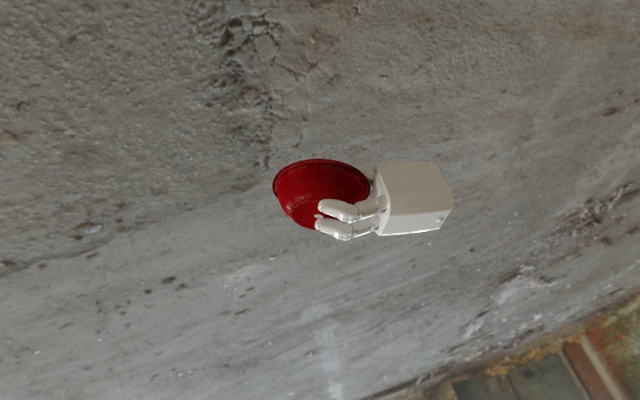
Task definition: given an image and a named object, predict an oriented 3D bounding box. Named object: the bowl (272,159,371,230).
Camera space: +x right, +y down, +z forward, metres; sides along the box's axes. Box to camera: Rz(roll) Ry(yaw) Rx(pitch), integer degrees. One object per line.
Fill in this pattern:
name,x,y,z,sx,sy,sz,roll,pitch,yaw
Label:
bowl,-0.001,0.003,0.770,0.162,0.055,0.162,2,-33,1
